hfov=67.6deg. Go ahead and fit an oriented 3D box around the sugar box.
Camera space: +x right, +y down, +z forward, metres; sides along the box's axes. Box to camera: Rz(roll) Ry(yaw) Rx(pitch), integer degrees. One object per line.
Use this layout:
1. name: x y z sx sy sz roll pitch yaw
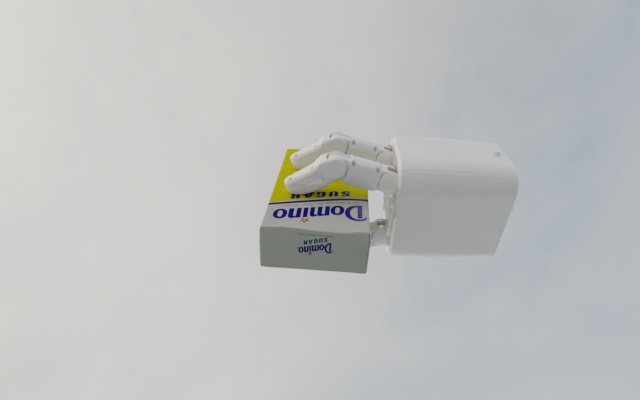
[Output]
1. sugar box: 0.000 0.001 0.468 0.093 0.048 0.176 4 25 1
